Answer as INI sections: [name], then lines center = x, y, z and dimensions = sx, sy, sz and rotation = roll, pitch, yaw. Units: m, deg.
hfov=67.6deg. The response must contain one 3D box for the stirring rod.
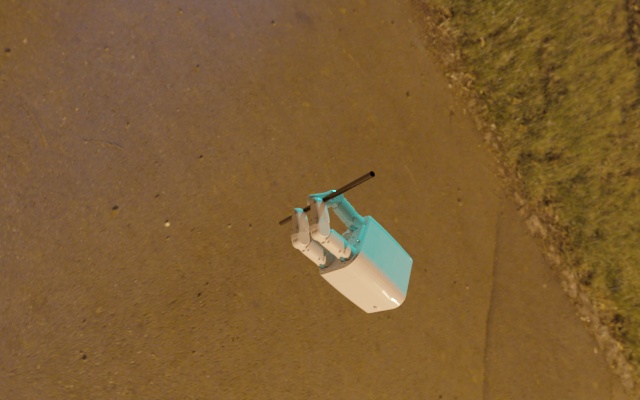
[stirring rod]
center = 0.000, 0.002, 0.690
dimensions = 0.011, 0.011, 0.239
rotation = 0, -17, -34
